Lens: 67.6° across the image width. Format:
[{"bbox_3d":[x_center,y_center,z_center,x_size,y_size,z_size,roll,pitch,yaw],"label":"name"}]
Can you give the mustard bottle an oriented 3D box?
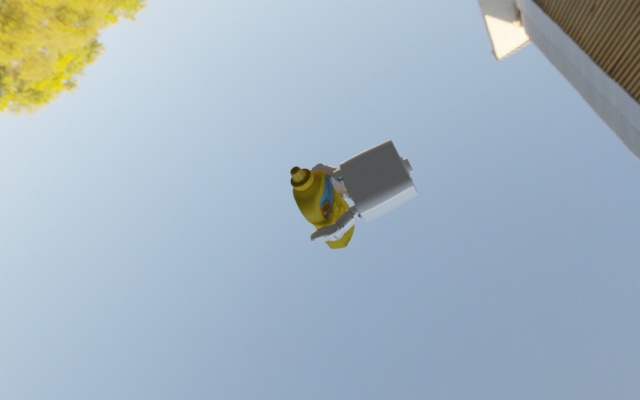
[{"bbox_3d":[0.000,0.003,0.865,0.058,0.096,0.192,-8,-38,27],"label":"mustard bottle"}]
